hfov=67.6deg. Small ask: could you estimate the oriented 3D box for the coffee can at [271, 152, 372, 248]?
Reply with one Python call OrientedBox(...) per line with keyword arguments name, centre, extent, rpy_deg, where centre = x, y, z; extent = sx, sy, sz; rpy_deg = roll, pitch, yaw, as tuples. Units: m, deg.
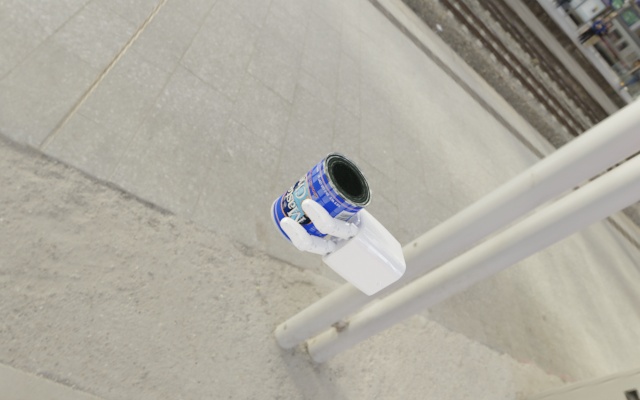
OrientedBox(name="coffee can", centre=(0.000, 0.002, 0.785), extent=(0.103, 0.102, 0.140), rpy_deg=(0, -31, -49))
